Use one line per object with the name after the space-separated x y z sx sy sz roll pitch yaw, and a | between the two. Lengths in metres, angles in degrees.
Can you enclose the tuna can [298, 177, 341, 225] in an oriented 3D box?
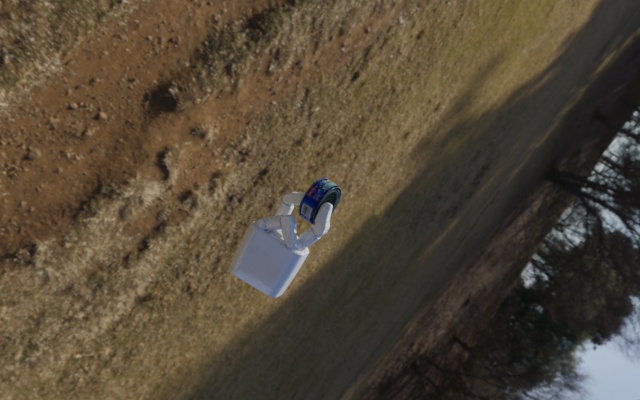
0.001 0.003 0.870 0.033 0.086 0.086 34 14 22 | tuna can
